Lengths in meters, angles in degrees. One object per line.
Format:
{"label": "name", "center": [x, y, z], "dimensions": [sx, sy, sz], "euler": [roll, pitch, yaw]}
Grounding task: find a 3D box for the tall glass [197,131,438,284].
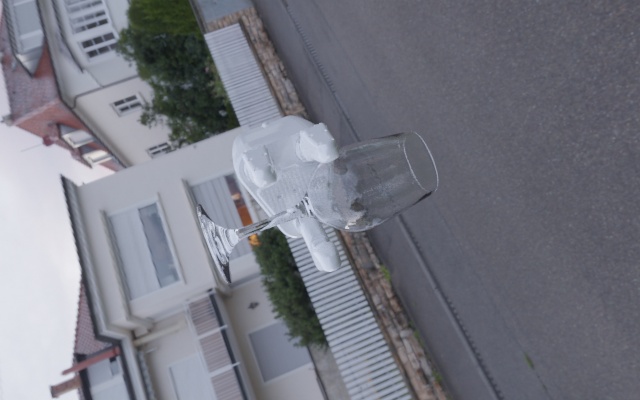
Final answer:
{"label": "tall glass", "center": [-0.001, 0.002, 0.423], "dimensions": [0.201, 0.079, 0.079], "euler": [-21, 3, -7]}
